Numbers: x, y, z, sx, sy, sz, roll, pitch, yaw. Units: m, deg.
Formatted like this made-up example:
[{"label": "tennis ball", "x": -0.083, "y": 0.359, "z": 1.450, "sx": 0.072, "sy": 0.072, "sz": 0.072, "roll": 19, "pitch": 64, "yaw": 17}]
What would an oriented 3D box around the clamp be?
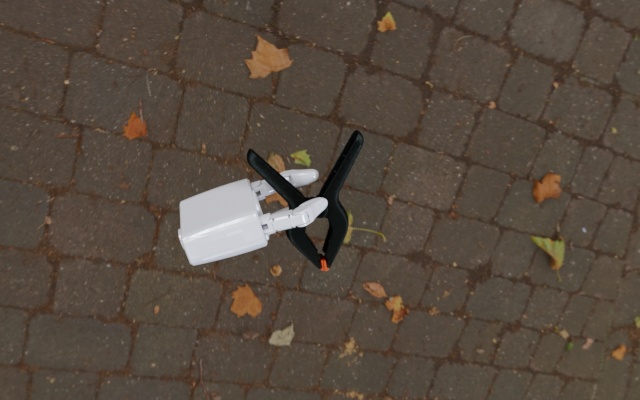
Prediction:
[{"label": "clamp", "x": 0.000, "y": 0.003, "z": 0.694, "sx": 0.164, "sy": 0.210, "sz": 0.036, "roll": -17, "pitch": 22, "yaw": -4}]
